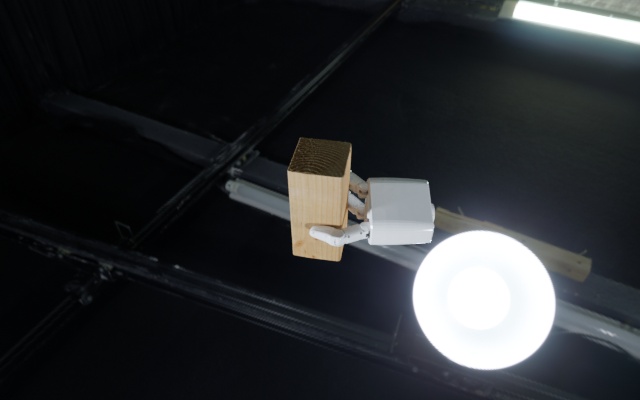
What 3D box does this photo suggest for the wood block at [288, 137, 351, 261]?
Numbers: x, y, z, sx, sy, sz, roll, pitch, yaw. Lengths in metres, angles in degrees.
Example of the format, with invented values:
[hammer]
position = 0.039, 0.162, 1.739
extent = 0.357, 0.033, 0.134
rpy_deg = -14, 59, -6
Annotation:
[wood block]
position = 0.000, 0.003, 0.831
extent = 0.090, 0.206, 0.090
rpy_deg = 7, 45, 8
